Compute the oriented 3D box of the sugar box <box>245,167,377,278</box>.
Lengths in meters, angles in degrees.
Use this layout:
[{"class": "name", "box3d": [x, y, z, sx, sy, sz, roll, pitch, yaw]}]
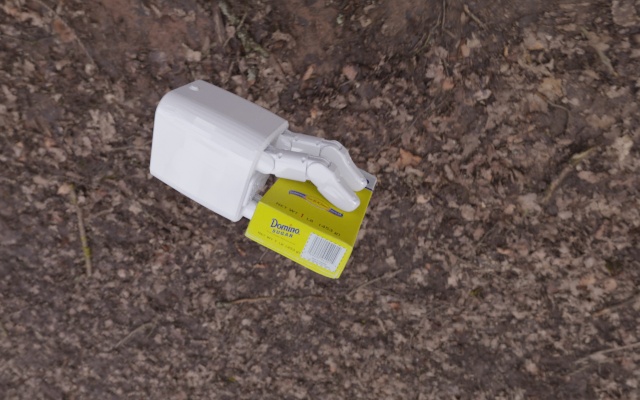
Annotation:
[{"class": "sugar box", "box3d": [0.000, 0.001, 0.490, 0.093, 0.048, 0.176, 27, 29, 1]}]
